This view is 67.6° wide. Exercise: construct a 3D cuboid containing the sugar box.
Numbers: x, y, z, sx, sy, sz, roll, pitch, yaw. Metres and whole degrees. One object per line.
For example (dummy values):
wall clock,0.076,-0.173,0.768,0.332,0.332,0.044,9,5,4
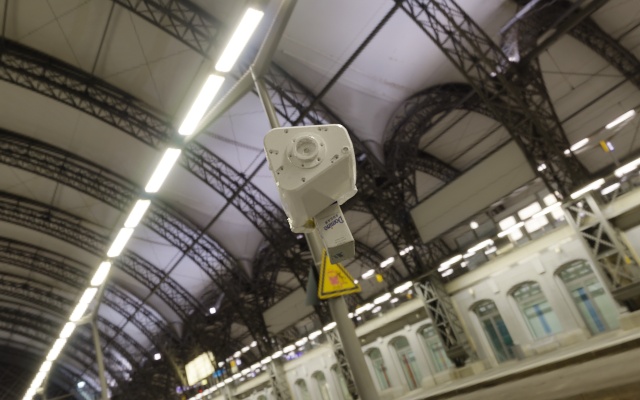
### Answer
sugar box,0.000,0.002,0.721,0.048,0.176,0.093,-19,-21,-3
